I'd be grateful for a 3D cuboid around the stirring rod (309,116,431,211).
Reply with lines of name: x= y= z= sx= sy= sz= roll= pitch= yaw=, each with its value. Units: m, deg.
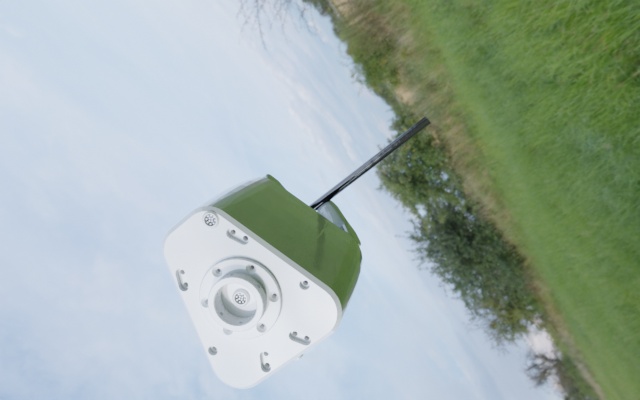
stirring rod: x=0.000 y=0.001 z=0.440 sx=0.239 sy=0.011 sz=0.011 roll=-37 pitch=-10 yaw=14
